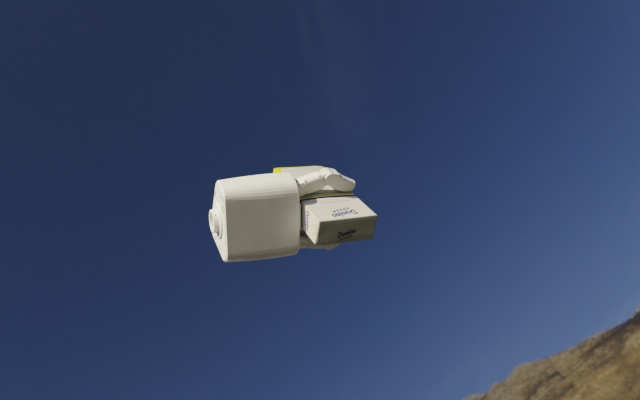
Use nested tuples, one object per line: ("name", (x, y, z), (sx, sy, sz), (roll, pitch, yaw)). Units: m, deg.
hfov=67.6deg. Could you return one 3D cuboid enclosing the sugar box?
("sugar box", (0.000, 0.003, 0.715), (0.093, 0.048, 0.176), (-5, 31, -25))
